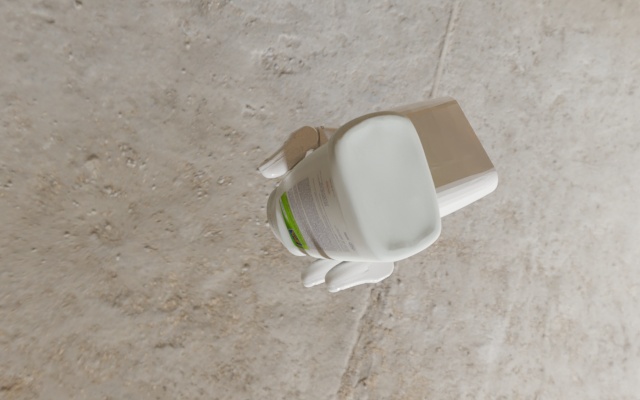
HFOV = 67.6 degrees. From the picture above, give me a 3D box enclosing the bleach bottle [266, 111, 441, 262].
[{"bbox_3d":[0.000,0.002,0.426,0.068,0.102,0.251,-20,3,-23],"label":"bleach bottle"}]
